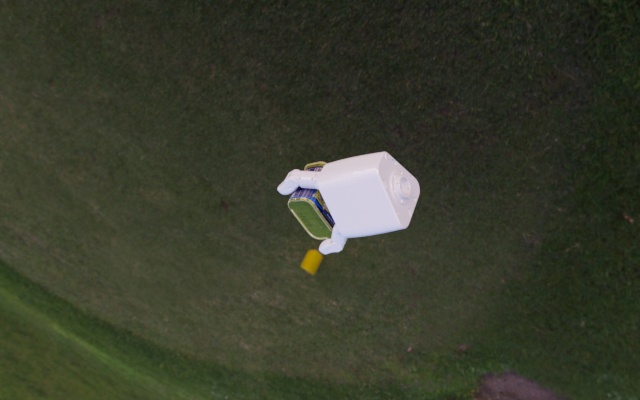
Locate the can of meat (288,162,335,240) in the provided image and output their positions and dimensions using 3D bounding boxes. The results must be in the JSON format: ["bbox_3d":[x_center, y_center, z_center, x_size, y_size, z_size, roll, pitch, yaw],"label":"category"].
[{"bbox_3d":[0.000,0.003,0.785,0.057,0.084,0.102,-7,-48,38],"label":"can of meat"}]
